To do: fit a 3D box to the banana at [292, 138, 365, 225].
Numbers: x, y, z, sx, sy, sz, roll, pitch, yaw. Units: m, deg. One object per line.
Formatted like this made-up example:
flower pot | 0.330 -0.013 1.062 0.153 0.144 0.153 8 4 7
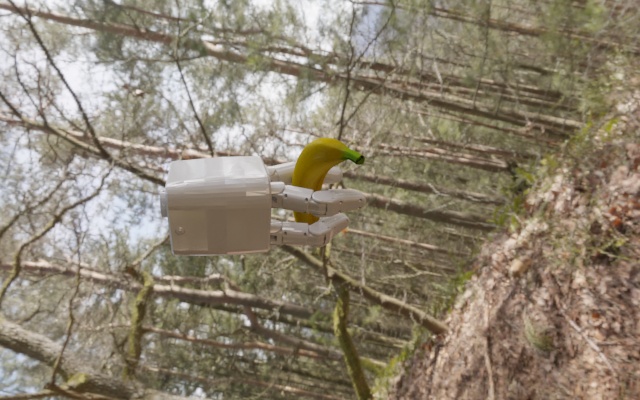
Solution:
banana | -0.007 -0.015 0.561 0.037 0.069 0.198 -18 -23 -25
